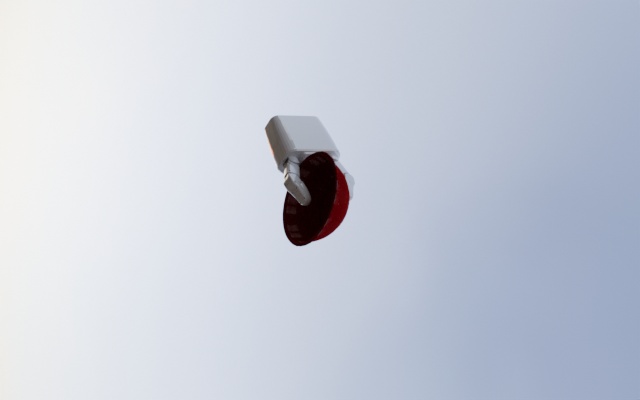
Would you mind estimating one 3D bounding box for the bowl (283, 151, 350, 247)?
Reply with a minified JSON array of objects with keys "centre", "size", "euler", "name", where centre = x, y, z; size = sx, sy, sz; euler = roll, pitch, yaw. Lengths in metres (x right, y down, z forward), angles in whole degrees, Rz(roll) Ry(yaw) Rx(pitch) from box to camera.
[{"centre":[0.001,0.004,0.799],"size":[0.055,0.162,0.162],"euler":[17,-9,-31],"name":"bowl"}]
